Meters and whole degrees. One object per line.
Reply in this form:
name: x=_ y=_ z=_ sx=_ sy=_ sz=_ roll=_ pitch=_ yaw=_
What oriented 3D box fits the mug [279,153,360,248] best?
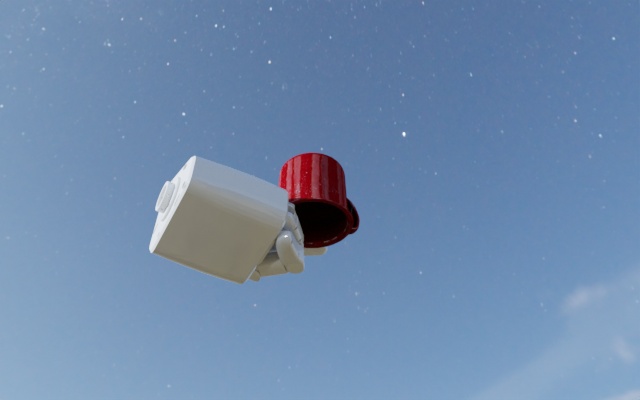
mug: x=0.001 y=0.002 z=0.575 sx=0.117 sy=0.081 sz=0.093 roll=24 pitch=-46 yaw=-27
